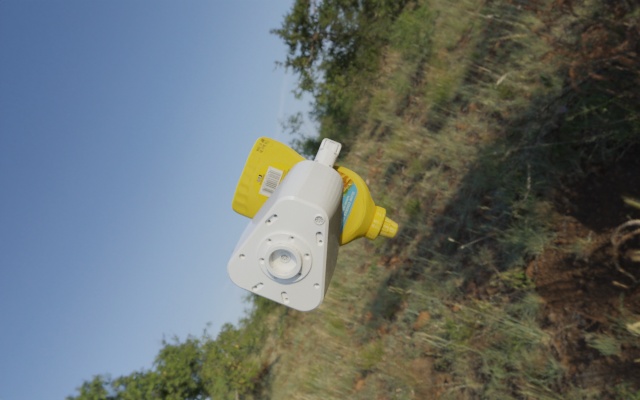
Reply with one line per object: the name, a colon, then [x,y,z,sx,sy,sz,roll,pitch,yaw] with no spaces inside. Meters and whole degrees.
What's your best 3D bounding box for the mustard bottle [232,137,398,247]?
mustard bottle: [0.000,0.002,0.565,0.191,0.096,0.058,21,-2,0]
